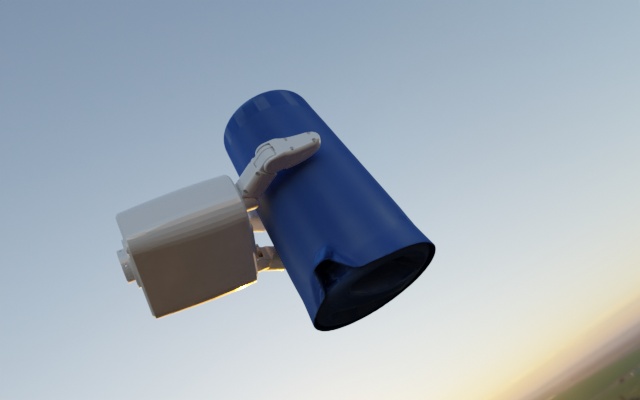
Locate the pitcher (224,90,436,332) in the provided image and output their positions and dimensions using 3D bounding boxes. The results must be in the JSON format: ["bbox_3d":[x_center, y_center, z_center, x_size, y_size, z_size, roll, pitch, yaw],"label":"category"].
[{"bbox_3d":[0.000,0.002,0.501,0.145,0.242,0.149,-21,-31,-22],"label":"pitcher"}]
